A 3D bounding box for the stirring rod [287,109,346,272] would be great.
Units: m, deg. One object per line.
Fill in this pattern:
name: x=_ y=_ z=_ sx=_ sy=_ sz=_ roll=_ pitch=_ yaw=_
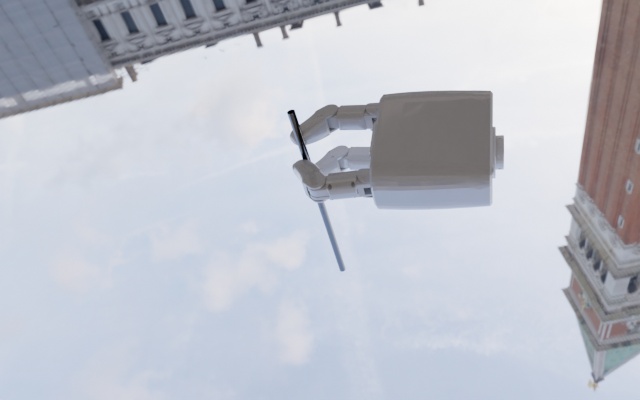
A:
stirring rod: x=0.000 y=0.002 z=0.536 sx=0.011 sy=0.240 sz=0.011 roll=-10 pitch=41 yaw=9
